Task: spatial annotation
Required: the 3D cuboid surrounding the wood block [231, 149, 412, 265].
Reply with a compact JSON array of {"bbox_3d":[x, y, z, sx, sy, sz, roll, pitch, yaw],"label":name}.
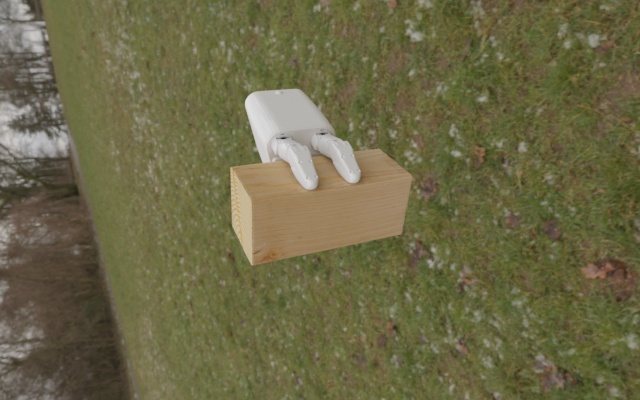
[{"bbox_3d":[0.000,0.002,0.602,0.206,0.091,0.090,-10,34,-23],"label":"wood block"}]
